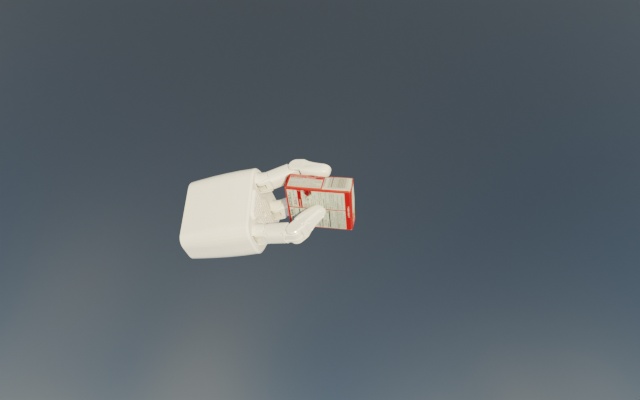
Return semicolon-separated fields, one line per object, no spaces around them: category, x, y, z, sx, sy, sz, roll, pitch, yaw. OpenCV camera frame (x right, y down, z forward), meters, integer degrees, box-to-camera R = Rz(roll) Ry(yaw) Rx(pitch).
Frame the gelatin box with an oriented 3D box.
gelatin box;0.000;0.002;0.636;0.089;0.073;0.030;4;45;11
